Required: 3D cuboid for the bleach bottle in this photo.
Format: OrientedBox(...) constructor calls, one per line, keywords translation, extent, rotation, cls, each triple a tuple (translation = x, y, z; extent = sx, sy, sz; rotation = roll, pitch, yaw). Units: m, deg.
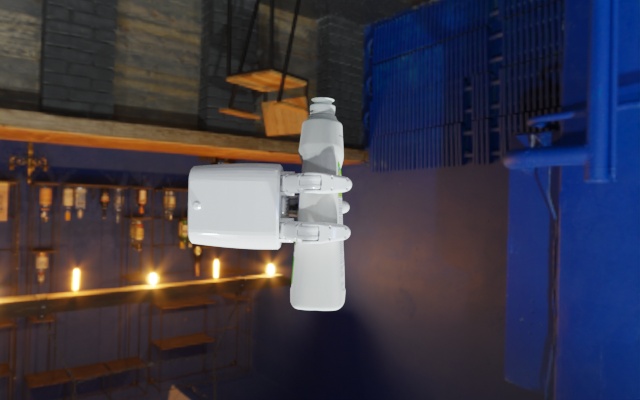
OrientedBox(translation=(0.000, 0.002, 0.593), extent=(0.068, 0.251, 0.102), rotation=(2, 0, 2), cls="bleach bottle")
